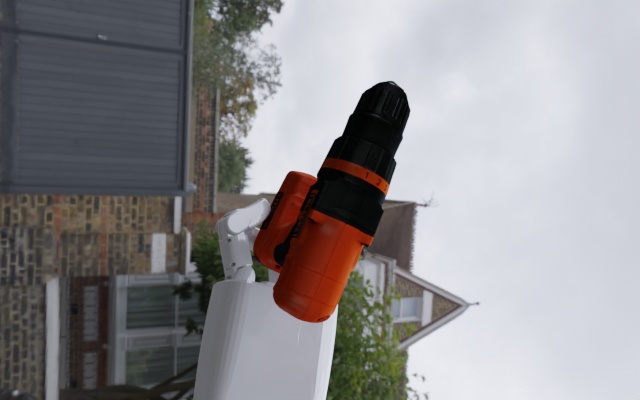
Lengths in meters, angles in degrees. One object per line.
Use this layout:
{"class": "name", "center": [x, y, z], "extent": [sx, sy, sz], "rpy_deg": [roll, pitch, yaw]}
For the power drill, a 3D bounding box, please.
{"class": "power drill", "center": [0.000, 0.002, 0.409], "extent": [0.057, 0.184, 0.187], "rpy_deg": [27, -10, -11]}
